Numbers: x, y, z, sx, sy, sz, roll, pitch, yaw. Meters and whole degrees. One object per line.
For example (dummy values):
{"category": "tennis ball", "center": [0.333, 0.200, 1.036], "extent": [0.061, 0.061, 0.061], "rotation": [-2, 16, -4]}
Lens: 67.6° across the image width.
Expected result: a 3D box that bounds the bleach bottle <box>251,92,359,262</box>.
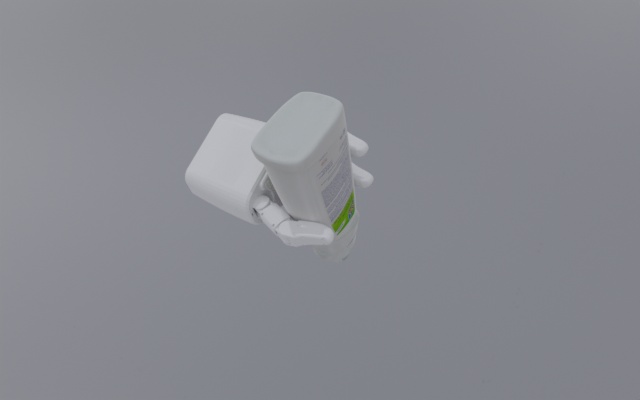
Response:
{"category": "bleach bottle", "center": [0.000, 0.002, 0.556], "extent": [0.068, 0.102, 0.251], "rotation": [22, -31, 27]}
